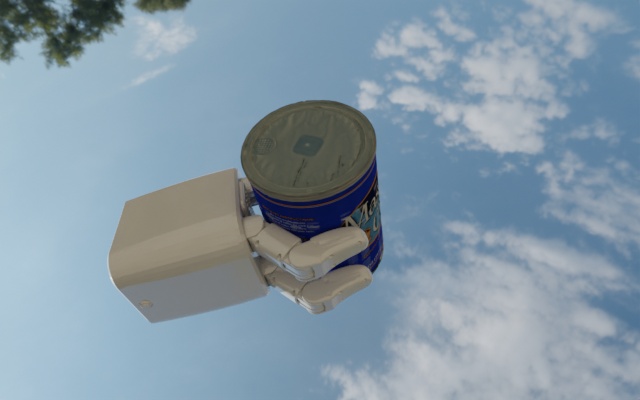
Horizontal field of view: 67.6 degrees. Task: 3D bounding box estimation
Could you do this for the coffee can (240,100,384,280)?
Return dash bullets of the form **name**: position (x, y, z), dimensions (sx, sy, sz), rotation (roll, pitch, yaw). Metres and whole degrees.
- **coffee can**: position (0.000, 0.001, 0.408), dimensions (0.103, 0.102, 0.140), rotation (0, -39, 11)
